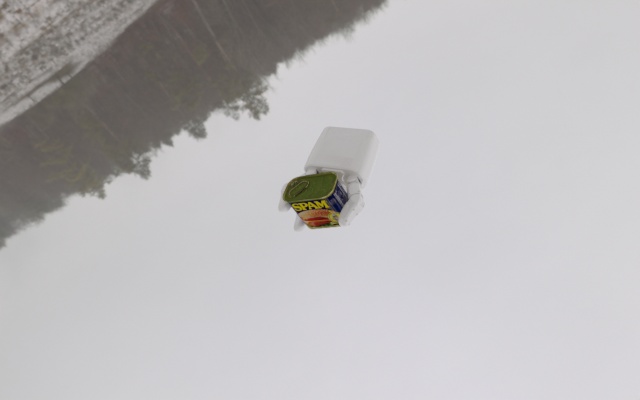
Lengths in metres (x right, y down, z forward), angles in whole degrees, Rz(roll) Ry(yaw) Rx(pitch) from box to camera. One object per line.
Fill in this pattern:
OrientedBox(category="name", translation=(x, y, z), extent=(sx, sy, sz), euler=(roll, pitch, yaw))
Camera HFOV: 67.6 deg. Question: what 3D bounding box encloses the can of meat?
OrientedBox(category="can of meat", translation=(0.000, 0.003, 0.821), extent=(0.102, 0.057, 0.084), euler=(-7, -42, 32))
